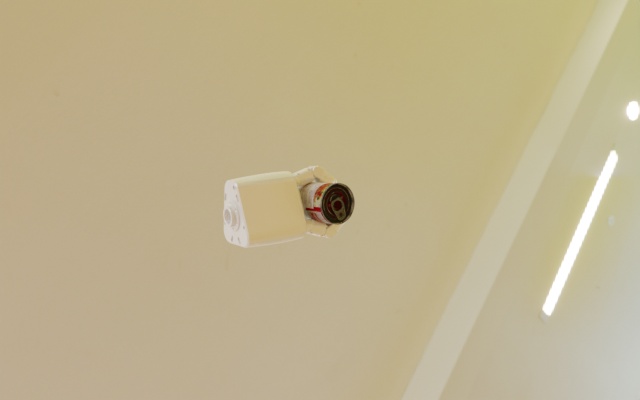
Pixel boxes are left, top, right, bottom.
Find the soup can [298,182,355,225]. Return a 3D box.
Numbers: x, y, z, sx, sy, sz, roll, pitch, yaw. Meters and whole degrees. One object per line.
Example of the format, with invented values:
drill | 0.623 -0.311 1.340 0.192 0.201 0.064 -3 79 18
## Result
soup can | 0.000 0.002 0.812 0.068 0.068 0.102 0 3 -35
